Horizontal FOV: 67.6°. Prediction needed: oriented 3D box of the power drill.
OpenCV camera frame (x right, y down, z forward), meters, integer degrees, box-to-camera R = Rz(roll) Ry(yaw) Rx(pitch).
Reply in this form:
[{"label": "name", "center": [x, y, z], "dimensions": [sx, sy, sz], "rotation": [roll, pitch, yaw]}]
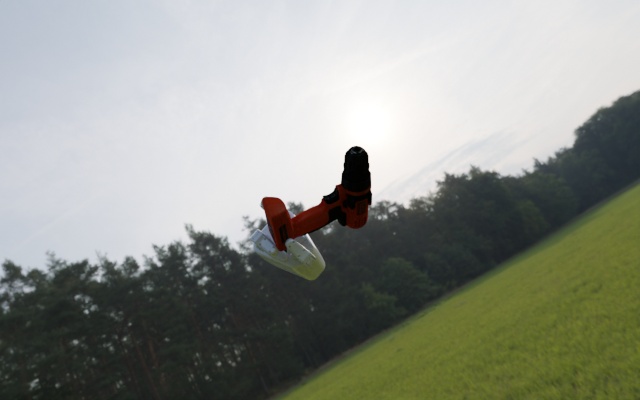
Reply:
[{"label": "power drill", "center": [0.000, 0.003, 0.805], "dimensions": [0.187, 0.185, 0.057], "rotation": [-19, 48, -13]}]
